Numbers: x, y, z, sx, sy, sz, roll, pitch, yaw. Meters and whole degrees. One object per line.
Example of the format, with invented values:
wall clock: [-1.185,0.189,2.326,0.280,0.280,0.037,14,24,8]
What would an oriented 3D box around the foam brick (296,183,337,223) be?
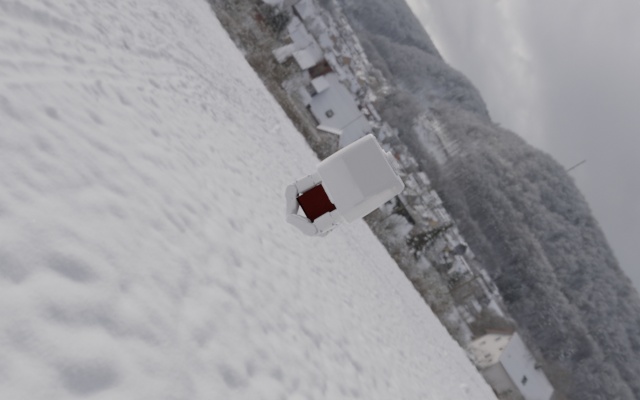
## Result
foam brick: [0.000,0.003,0.814,0.051,0.053,0.078,-30,0,11]
